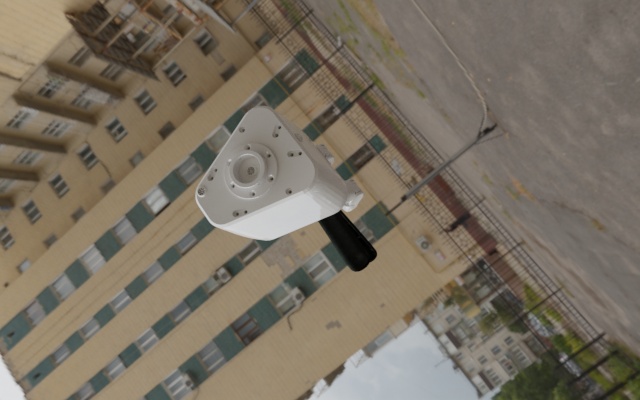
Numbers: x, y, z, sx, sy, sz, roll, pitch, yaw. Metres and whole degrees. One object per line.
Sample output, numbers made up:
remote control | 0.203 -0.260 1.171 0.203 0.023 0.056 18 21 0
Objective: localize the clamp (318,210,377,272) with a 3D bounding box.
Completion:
clamp | -0.001 0.002 0.584 0.036 0.210 0.164 -39 -16 4
